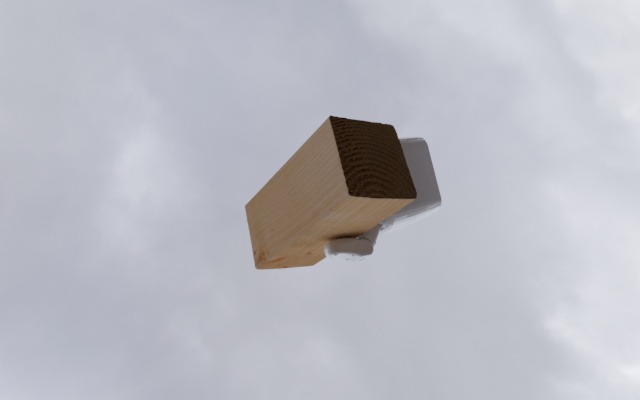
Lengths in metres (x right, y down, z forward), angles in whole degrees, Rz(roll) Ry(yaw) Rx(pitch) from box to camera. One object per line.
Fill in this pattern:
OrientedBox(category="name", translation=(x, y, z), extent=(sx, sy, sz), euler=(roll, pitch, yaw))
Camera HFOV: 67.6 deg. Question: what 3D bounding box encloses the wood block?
OrientedBox(category="wood block", translation=(0.000, 0.002, 0.548), extent=(0.090, 0.090, 0.206), euler=(2, -27, -34))
